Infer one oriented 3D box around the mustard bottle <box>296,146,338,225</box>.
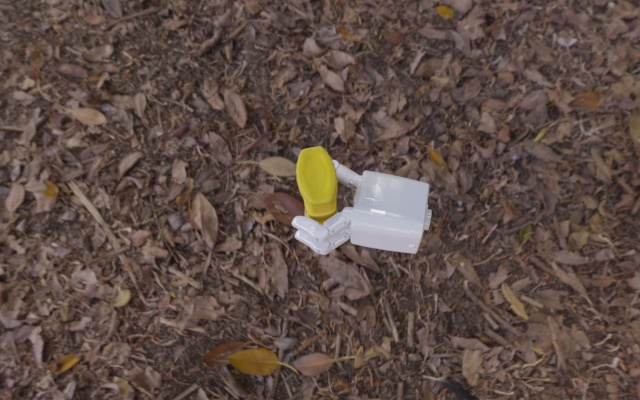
[{"bbox_3d":[0.000,0.002,0.761,0.058,0.096,0.192,-11,-26,-2],"label":"mustard bottle"}]
